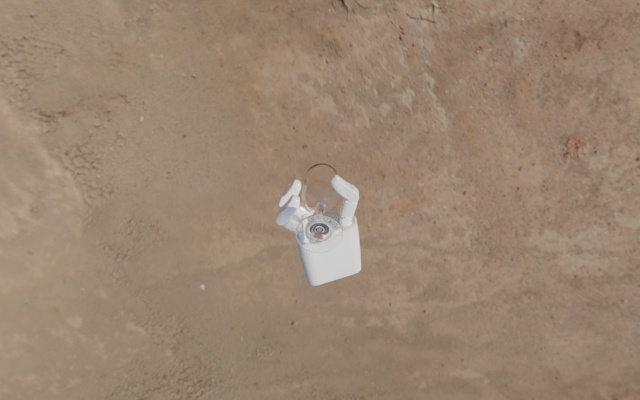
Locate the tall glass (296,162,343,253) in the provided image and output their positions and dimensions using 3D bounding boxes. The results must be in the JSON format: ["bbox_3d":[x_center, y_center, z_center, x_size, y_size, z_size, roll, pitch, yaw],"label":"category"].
[{"bbox_3d":[0.000,0.003,0.837,0.079,0.079,0.201,0,31,1],"label":"tall glass"}]
